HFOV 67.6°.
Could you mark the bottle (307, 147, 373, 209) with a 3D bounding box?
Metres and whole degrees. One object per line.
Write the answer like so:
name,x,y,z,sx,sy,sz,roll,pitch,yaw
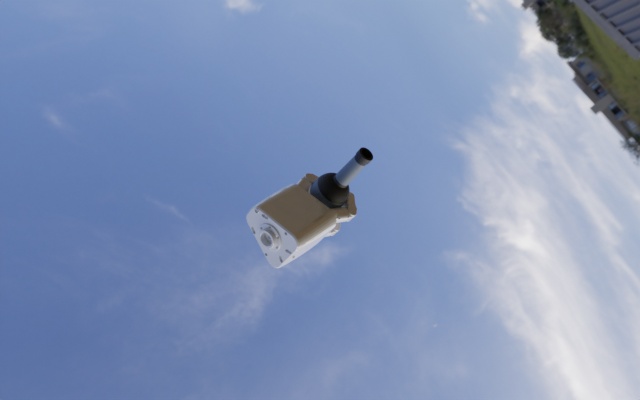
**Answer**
bottle,0.000,0.003,0.881,0.069,0.069,0.296,0,-33,-38
